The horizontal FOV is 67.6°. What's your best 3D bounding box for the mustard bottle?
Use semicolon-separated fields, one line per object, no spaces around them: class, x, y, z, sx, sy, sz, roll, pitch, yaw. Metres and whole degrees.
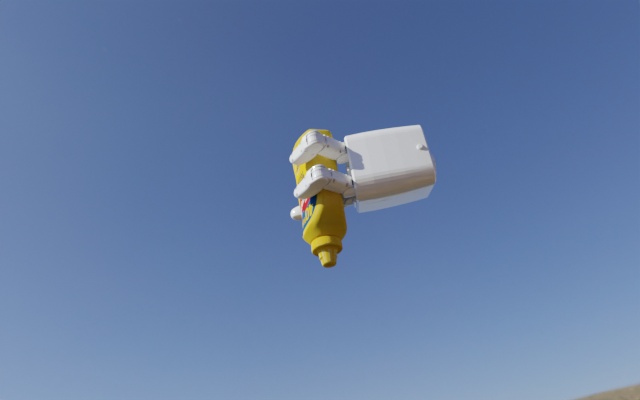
mustard bottle;0.000;0.002;0.661;0.058;0.191;0.096;2;-33;-18
